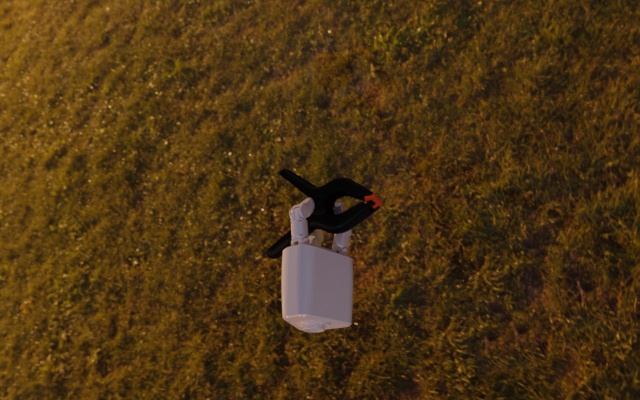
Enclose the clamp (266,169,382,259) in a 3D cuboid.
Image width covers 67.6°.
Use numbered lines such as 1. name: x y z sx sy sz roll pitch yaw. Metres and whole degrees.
1. clamp: 0.000 0.002 0.790 0.210 0.164 0.036 -15 -28 28
